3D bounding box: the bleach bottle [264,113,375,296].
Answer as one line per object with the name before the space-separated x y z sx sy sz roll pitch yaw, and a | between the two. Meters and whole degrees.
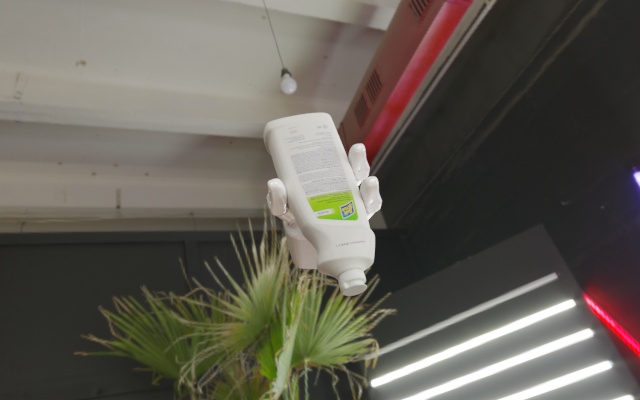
bleach bottle | 0.000 0.002 0.603 0.102 0.250 0.068 -12 -33 -7
